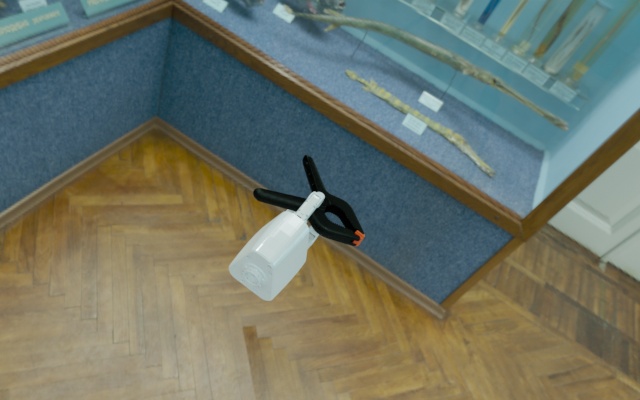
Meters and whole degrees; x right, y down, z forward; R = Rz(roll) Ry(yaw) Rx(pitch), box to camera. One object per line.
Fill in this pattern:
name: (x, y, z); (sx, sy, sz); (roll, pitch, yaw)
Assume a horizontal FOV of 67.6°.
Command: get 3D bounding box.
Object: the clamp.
clamp: (0.001, 0.003, 0.899); (0.210, 0.036, 0.164); (35, 47, 6)
